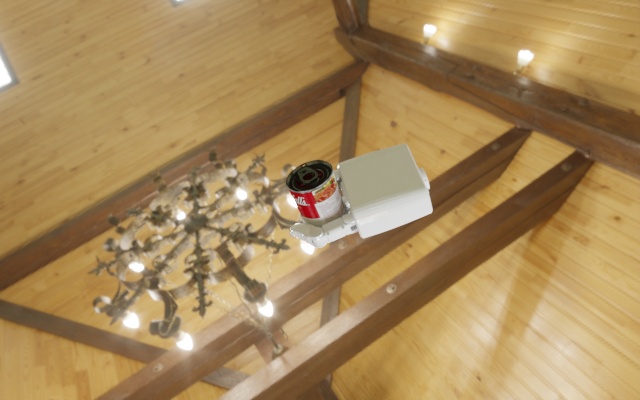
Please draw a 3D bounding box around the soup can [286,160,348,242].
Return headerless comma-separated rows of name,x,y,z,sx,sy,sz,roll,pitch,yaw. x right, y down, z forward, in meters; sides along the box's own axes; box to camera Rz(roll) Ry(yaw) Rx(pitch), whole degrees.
soup can,0.000,0.003,0.683,0.068,0.102,0.068,-14,38,11
